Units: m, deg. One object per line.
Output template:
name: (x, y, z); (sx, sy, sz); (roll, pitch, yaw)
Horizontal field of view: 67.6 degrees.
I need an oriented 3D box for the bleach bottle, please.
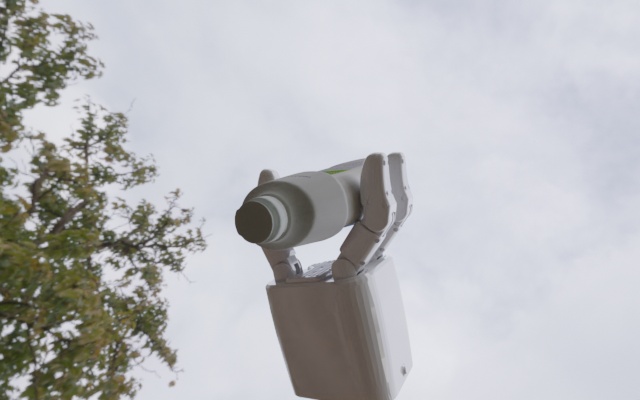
bleach bottle: (0.000, 0.001, 0.422); (0.102, 0.068, 0.251); (-12, 2, 25)
